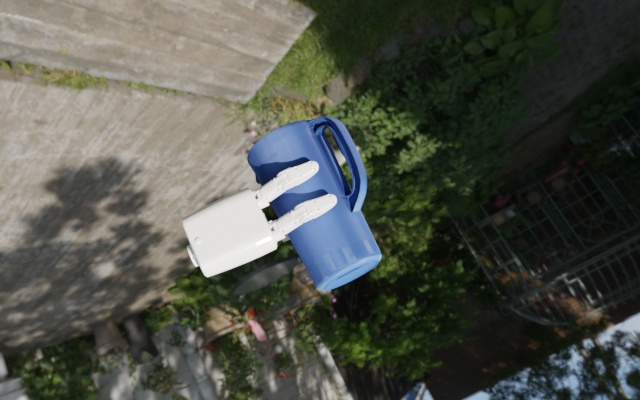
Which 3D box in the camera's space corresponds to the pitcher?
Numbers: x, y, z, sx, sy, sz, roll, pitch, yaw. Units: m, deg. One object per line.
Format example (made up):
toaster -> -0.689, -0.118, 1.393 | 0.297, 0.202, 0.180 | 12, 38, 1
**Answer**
pitcher -> 0.000, 0.002, 0.728 | 0.145, 0.242, 0.149 | -24, -17, -12
